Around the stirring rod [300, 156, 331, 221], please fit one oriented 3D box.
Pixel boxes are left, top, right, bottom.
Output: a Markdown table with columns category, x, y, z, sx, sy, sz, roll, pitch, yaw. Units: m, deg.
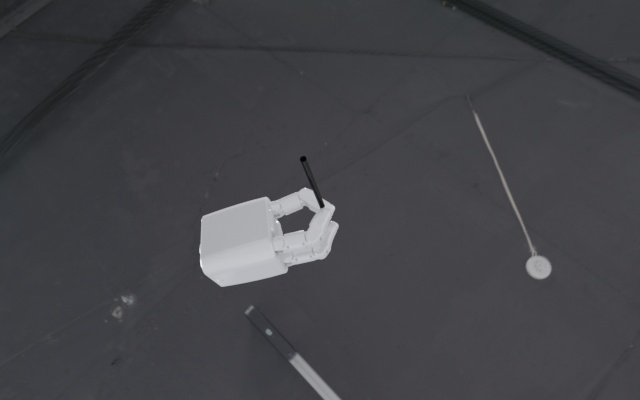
| category | x | y | z | sx | sy | sz | roll | pitch | yaw |
| --- | --- | --- | --- | --- | --- | --- | --- | --- | --- |
| stirring rod | 0.000 | 0.002 | 0.667 | 0.011 | 0.011 | 0.240 | 0 | -25 | 11 |
